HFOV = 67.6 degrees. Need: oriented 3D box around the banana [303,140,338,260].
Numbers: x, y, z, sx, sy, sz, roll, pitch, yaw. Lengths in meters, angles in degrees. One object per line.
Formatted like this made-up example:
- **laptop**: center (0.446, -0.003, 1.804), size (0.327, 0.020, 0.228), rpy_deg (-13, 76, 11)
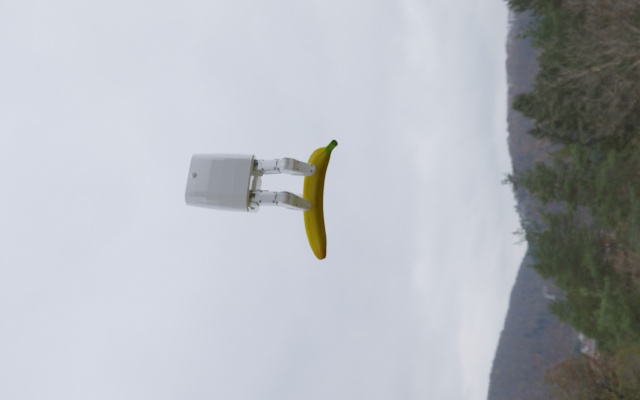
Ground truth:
- **banana**: center (-0.006, -0.003, 0.799), size (0.037, 0.198, 0.069), rpy_deg (2, 5, -21)
